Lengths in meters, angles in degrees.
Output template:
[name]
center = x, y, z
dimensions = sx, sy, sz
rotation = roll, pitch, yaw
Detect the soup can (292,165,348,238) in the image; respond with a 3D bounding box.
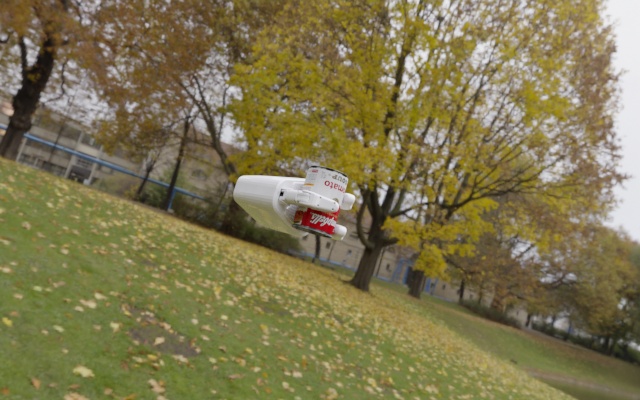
[soup can]
center = 0.001, 0.002, 0.768
dimensions = 0.068, 0.102, 0.068
rotation = 16, -9, 3
